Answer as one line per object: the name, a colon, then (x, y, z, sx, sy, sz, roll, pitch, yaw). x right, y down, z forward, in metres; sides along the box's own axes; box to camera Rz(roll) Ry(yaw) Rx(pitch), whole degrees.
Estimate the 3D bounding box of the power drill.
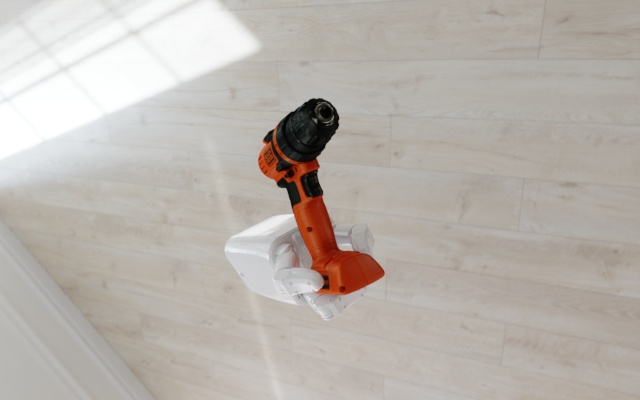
power drill: (0.000, 0.002, 0.496, 0.057, 0.187, 0.184, -20, -2, -20)
